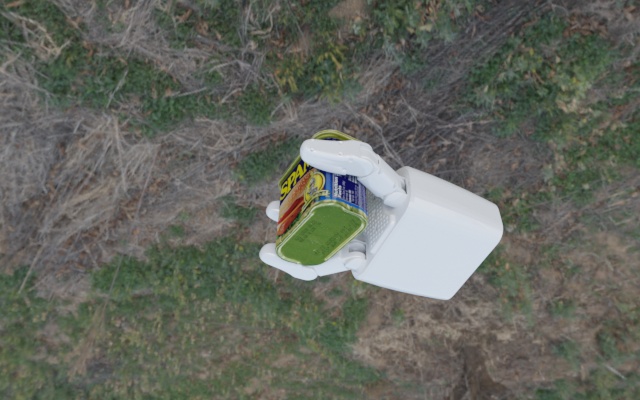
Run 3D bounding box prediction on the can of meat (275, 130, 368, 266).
[{"bbox_3d":[0.000,0.002,0.436,0.057,0.083,0.102,21,-43,-22],"label":"can of meat"}]
